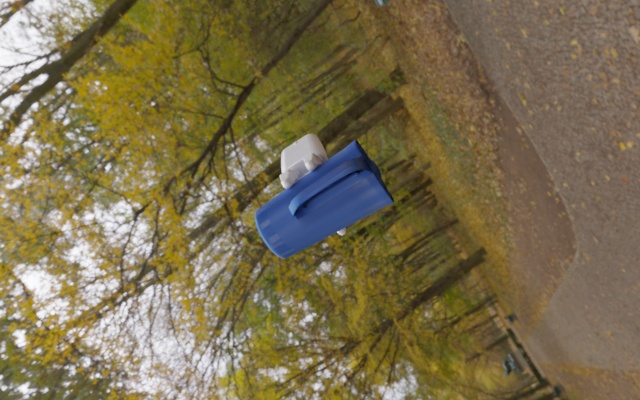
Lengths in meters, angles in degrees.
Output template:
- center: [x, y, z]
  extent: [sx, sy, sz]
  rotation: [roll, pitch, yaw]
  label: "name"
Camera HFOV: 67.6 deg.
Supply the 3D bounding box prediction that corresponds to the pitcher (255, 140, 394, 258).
- center: [0.000, 0.003, 0.875]
  extent: [0.243, 0.149, 0.145]
  rotation: [-32, 30, 10]
  label: "pitcher"
